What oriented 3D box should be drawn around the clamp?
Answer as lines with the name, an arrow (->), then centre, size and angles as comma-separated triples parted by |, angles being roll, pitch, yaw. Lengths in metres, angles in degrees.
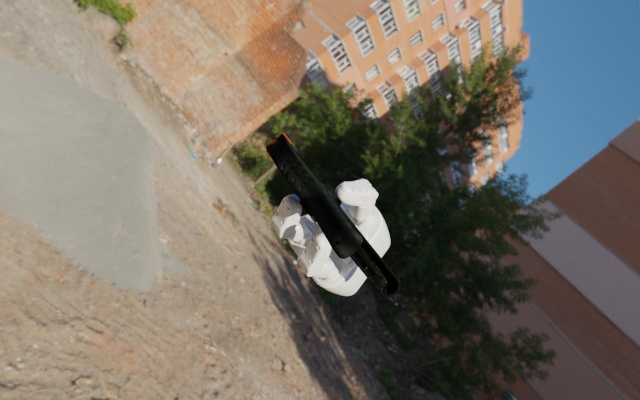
clamp -> 0.000, 0.001, 0.483 | 0.036, 0.210, 0.165 | -38, -24, 1
